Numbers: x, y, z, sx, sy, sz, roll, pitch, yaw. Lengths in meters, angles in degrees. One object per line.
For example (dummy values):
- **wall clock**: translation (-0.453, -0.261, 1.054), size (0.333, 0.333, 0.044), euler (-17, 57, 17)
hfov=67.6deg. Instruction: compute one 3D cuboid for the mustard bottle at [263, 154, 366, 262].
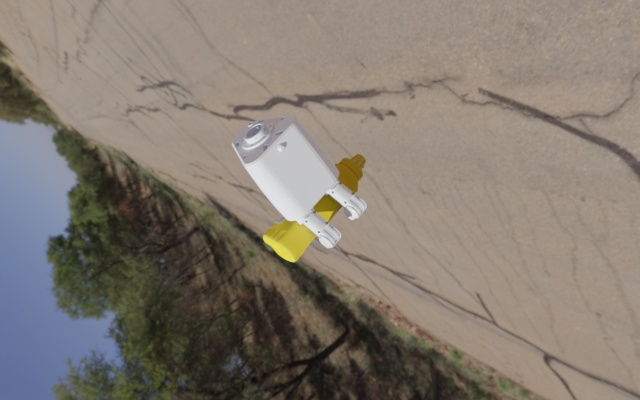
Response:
- **mustard bottle**: translation (0.000, 0.003, 0.708), size (0.058, 0.191, 0.096), euler (45, -14, -10)
